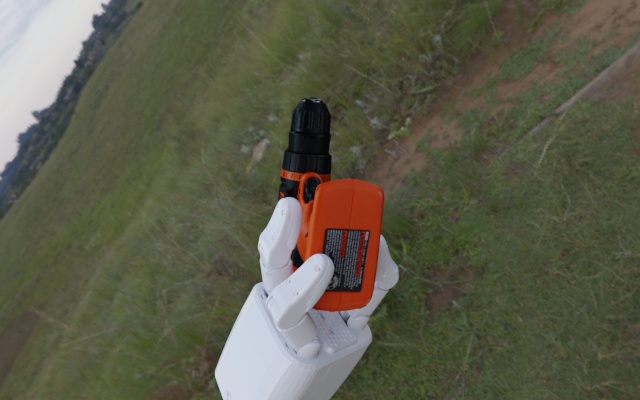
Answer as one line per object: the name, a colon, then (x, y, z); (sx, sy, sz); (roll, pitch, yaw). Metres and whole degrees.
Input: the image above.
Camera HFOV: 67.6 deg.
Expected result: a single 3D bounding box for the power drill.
power drill: (0.000, 0.002, 0.434); (0.057, 0.184, 0.187); (1, 13, -12)
